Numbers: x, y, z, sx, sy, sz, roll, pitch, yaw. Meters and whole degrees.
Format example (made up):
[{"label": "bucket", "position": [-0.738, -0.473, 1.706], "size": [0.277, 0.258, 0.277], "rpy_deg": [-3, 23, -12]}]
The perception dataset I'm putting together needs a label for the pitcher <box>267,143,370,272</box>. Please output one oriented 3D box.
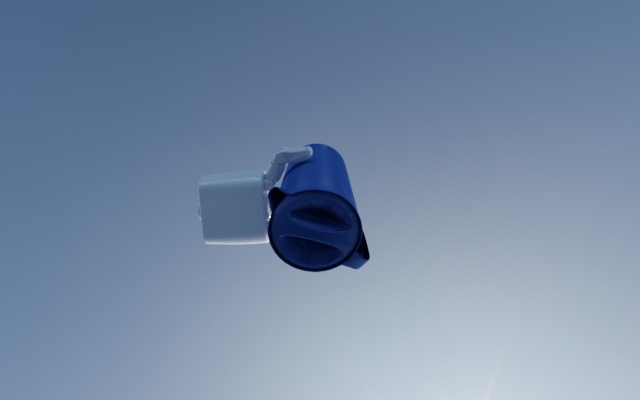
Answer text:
[{"label": "pitcher", "position": [0.000, 0.002, 0.771], "size": [0.145, 0.149, 0.242], "rpy_deg": [-3, 26, 2]}]
